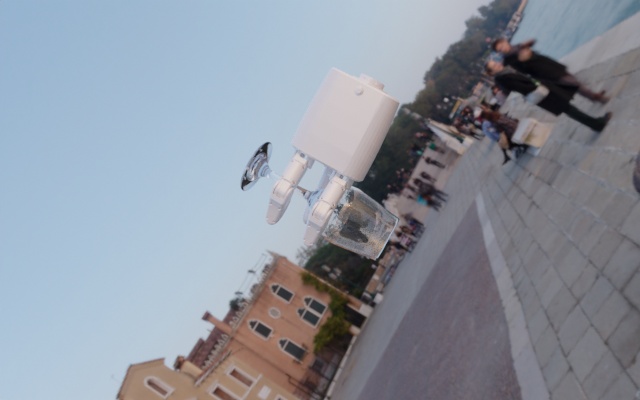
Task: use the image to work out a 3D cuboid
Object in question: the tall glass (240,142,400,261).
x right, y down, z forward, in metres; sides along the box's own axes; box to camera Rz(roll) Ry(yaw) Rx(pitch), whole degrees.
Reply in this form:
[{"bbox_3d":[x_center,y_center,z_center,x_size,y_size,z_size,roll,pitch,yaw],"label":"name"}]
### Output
[{"bbox_3d":[-0.001,0.002,0.621,0.201,0.079,0.079,30,5,9],"label":"tall glass"}]
